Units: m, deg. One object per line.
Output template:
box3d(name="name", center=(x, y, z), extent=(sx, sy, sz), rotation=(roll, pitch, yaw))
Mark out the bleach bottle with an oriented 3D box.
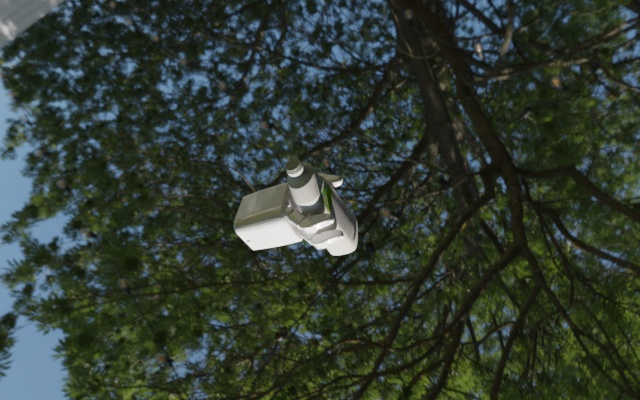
box3d(name="bleach bottle", center=(0.000, 0.003, 0.899), extent=(0.068, 0.102, 0.251), rotation=(-14, -40, 17))
